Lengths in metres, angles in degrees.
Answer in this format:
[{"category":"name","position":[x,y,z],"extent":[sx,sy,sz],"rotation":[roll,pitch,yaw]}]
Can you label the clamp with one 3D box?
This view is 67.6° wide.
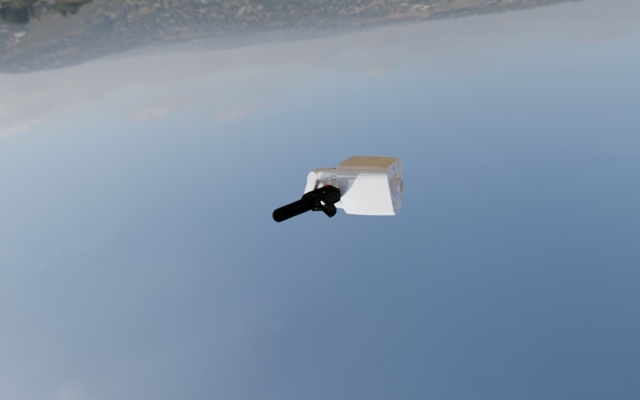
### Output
[{"category":"clamp","position":[0.000,0.003,0.896],"extent":[0.120,0.039,0.171],"rotation":[3,21,28]}]
